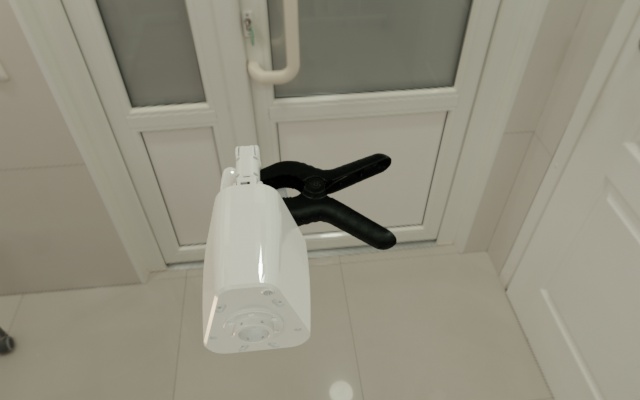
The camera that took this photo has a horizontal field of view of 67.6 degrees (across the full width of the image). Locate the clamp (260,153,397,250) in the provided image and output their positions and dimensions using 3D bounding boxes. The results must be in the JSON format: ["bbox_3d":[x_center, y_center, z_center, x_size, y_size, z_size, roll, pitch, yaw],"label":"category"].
[{"bbox_3d":[0.000,0.001,0.496,0.171,0.120,0.039,-5,-43,-4],"label":"clamp"}]
